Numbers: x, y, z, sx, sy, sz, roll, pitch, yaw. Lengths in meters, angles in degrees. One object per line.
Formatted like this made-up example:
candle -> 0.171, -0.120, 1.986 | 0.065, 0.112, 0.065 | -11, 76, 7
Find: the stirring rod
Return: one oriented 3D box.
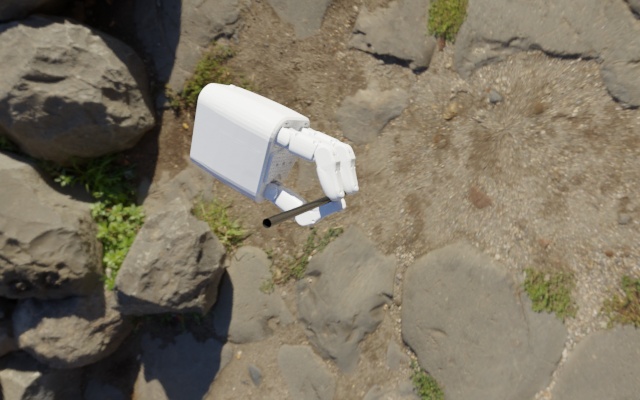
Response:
stirring rod -> 0.000, 0.002, 0.492 | 0.011, 0.011, 0.239 | 0, 8, 21
